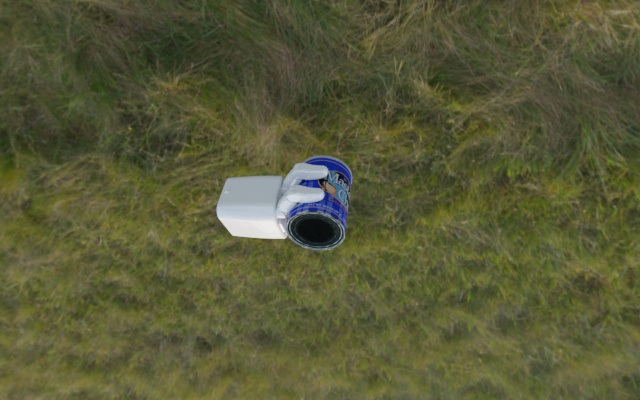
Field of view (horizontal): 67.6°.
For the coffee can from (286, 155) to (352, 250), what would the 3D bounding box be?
[{"bbox_3d":[0.000,0.003,0.855,0.103,0.140,0.103,5,-43,5],"label":"coffee can"}]
